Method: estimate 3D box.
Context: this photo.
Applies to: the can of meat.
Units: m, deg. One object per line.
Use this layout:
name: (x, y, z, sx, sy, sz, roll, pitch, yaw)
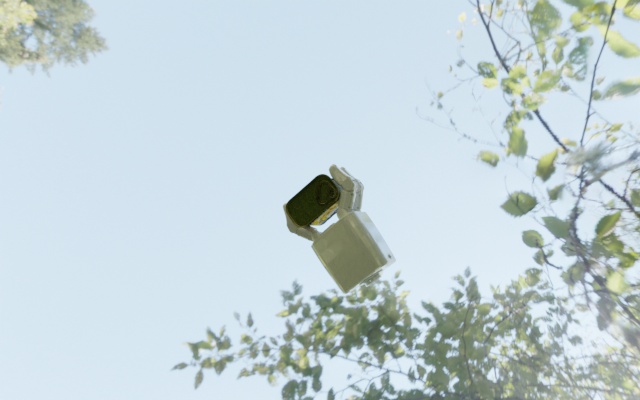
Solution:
can of meat: (0.000, 0.003, 0.860, 0.102, 0.057, 0.084, -41, -17, 15)
